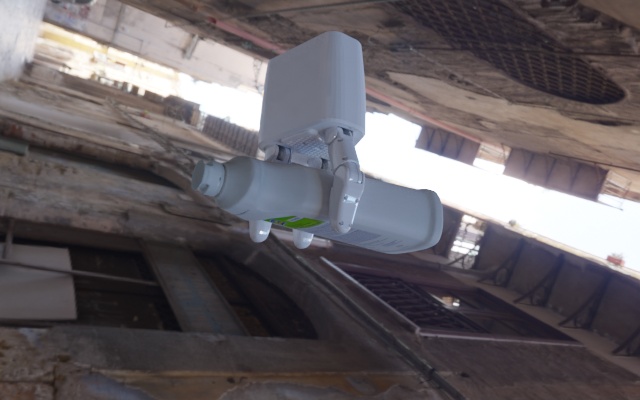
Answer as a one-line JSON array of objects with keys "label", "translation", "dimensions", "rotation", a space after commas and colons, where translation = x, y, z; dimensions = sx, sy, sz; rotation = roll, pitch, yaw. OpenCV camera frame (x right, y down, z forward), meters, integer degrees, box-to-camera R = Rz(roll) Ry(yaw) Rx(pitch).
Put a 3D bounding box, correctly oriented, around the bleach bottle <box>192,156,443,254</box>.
[{"label": "bleach bottle", "translation": [0.000, 0.002, 0.477], "dimensions": [0.251, 0.068, 0.102], "rotation": [14, -21, -33]}]
